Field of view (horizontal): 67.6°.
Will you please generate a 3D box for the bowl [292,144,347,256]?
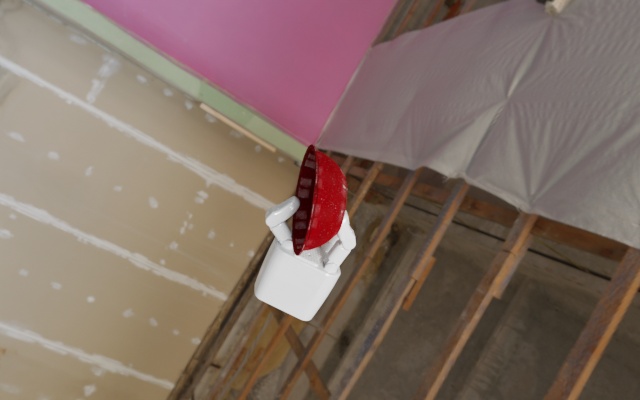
[{"bbox_3d":[0.001,0.001,0.691,0.055,0.162,0.162,7,-2,-11],"label":"bowl"}]
